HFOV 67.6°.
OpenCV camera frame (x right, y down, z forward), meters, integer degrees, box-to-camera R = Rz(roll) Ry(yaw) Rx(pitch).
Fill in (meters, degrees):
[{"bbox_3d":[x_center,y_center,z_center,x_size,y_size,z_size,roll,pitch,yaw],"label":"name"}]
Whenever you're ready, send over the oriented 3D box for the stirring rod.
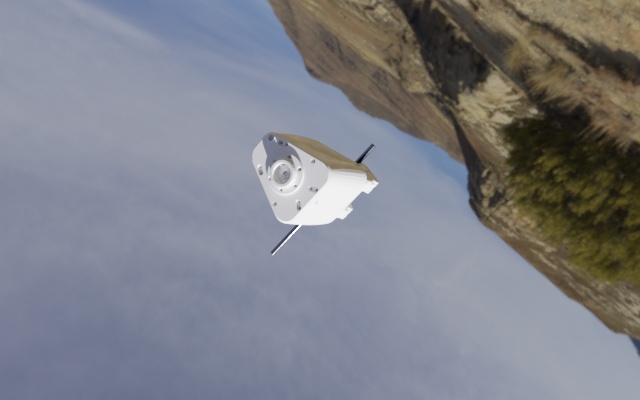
[{"bbox_3d":[0.000,0.002,0.739,0.239,0.011,0.011,-47,-19,18],"label":"stirring rod"}]
